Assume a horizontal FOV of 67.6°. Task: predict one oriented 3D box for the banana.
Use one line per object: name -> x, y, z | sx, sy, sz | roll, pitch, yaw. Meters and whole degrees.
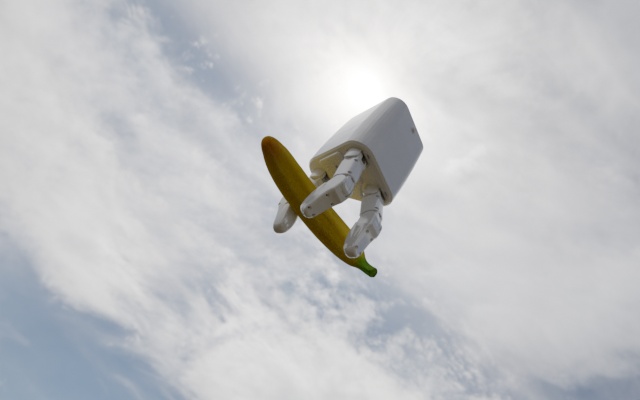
banana -> -0.005, 0.007, 0.555 | 0.037, 0.198, 0.069 | -44, 9, -22
